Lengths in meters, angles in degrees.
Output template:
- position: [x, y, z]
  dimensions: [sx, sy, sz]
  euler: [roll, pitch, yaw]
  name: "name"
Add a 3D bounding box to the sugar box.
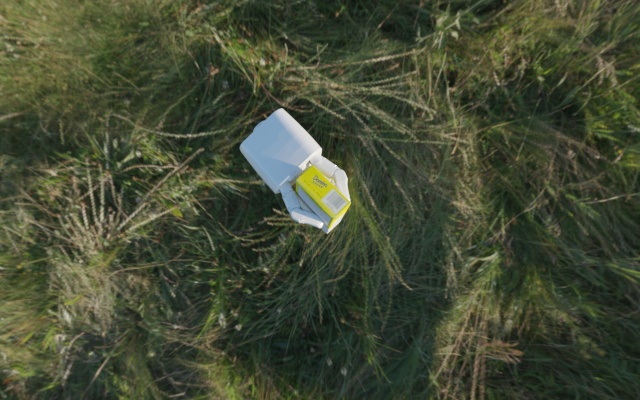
- position: [0.000, 0.002, 0.856]
  dimensions: [0.048, 0.093, 0.176]
  euler: [-43, -5, -8]
  name: "sugar box"
